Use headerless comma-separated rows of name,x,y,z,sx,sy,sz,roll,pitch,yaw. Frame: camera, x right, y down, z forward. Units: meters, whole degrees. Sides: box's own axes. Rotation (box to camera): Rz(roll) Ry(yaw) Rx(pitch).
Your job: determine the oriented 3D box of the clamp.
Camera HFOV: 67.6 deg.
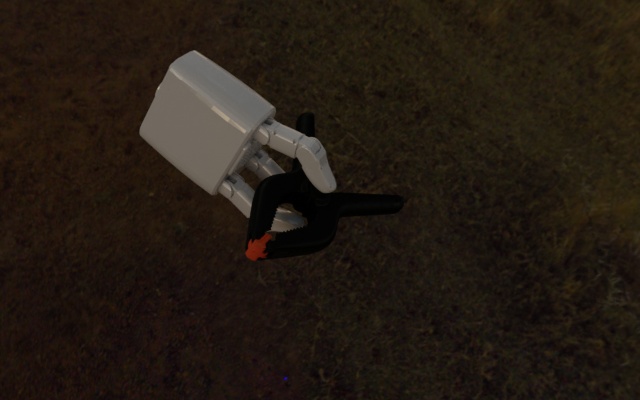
clamp,0.000,0.001,0.513,0.036,0.164,0.210,-52,1,45
